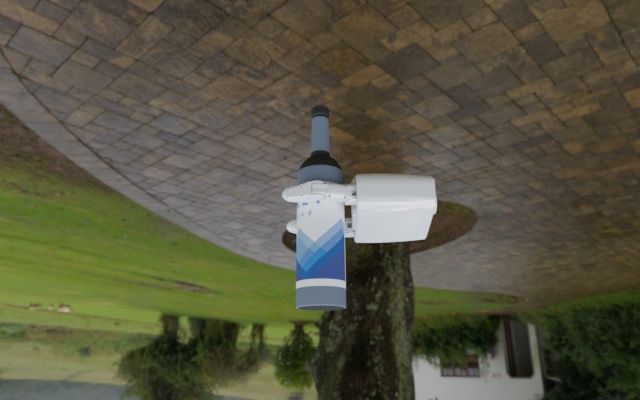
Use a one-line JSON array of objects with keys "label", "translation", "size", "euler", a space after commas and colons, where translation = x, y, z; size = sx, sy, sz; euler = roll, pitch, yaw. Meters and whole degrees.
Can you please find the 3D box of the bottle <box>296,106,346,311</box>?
[{"label": "bottle", "translation": [0.000, 0.002, 0.675], "size": [0.069, 0.295, 0.069], "euler": [0, -19, 0]}]
